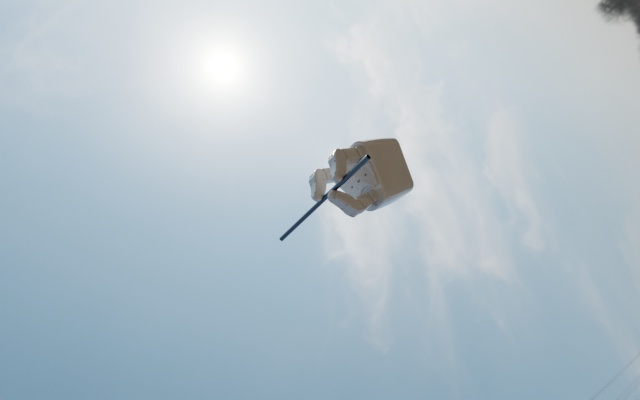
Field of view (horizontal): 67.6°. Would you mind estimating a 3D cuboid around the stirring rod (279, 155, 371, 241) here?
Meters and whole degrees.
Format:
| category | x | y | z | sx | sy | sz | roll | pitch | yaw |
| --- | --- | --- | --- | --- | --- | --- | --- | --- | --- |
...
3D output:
| category | x | y | z | sx | sy | sz | roll | pitch | yaw |
| --- | --- | --- | --- | --- | --- | --- | --- | --- | --- |
| stirring rod | 0.000 | 0.002 | 0.754 | 0.011 | 0.011 | 0.240 | 0 | -33 | -42 |
